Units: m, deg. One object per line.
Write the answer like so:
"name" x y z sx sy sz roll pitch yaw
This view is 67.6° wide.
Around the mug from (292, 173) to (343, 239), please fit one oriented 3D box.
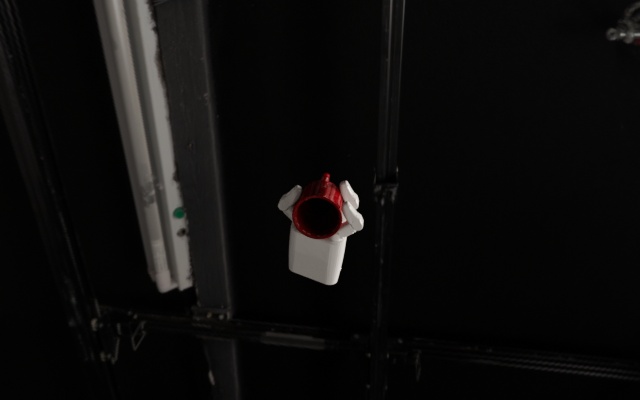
"mug" 0.000 0.002 0.898 0.093 0.117 0.081 9 29 3
